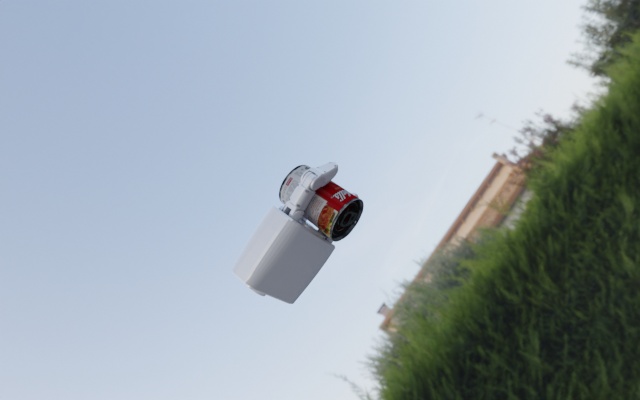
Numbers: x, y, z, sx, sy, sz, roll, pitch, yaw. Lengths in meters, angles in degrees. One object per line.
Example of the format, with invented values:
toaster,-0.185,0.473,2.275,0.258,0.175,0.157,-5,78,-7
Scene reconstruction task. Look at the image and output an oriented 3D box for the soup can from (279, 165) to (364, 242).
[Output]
soup can,0.000,0.002,0.668,0.102,0.068,0.068,34,17,27
